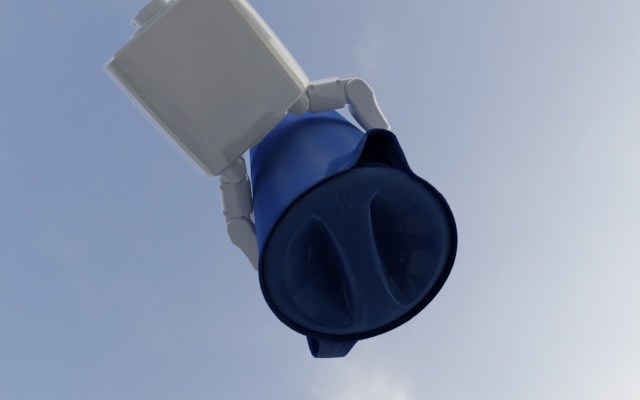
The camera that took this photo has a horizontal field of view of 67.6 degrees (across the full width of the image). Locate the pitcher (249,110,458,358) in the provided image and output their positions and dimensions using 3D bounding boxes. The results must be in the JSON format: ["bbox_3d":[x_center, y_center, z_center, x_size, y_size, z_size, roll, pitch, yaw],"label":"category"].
[{"bbox_3d":[0.000,0.001,0.411,0.149,0.145,0.242,-38,27,6],"label":"pitcher"}]
